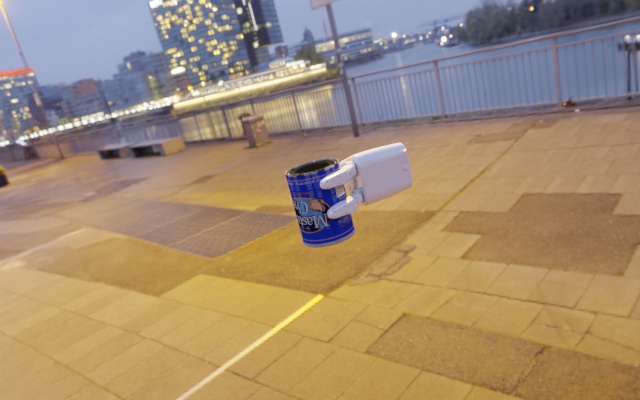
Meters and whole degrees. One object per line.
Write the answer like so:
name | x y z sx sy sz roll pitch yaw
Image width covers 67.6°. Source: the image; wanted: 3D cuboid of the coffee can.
coffee can | 0.000 0.003 0.888 0.103 0.140 0.102 -13 16 4
